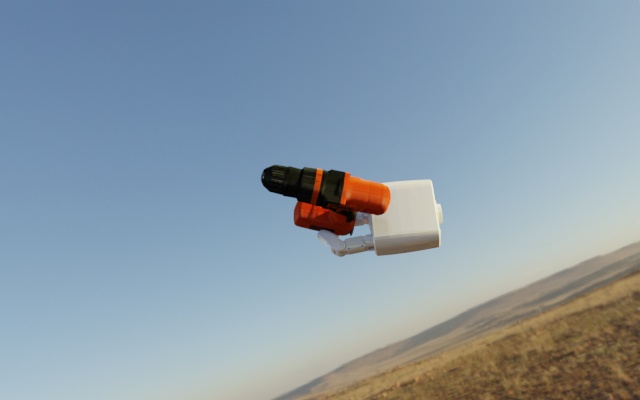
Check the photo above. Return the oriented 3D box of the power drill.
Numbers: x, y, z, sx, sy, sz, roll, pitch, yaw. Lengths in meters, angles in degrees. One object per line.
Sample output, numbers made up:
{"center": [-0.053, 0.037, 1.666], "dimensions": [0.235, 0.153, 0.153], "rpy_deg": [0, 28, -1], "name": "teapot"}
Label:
{"center": [0.000, 0.003, 0.737], "dimensions": [0.184, 0.057, 0.188], "rpy_deg": [13, -15, -3], "name": "power drill"}
